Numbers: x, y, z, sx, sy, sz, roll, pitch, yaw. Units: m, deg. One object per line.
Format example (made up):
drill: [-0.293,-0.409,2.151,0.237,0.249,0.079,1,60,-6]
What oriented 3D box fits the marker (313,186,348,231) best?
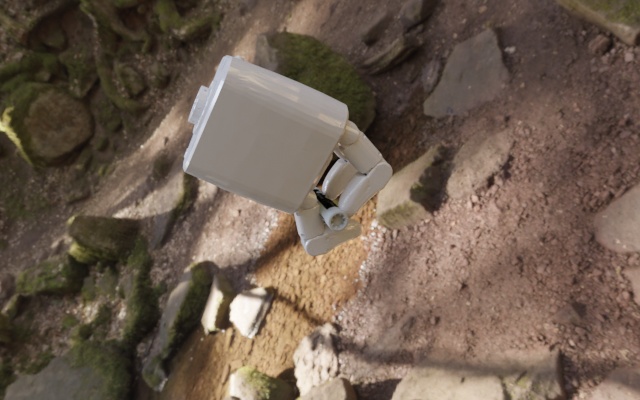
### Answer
marker: [0.000,0.002,0.474,0.020,0.020,0.121,0,17,-16]
